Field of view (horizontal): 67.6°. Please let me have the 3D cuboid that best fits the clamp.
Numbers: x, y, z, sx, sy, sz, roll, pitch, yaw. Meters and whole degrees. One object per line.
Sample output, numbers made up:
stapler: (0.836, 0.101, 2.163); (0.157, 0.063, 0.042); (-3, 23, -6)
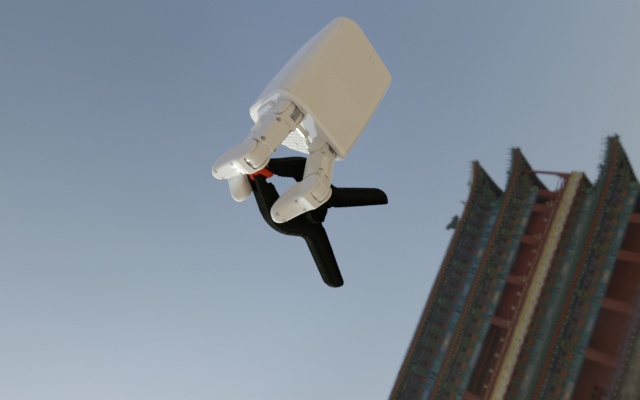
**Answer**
clamp: (0.000, 0.002, 0.494); (0.039, 0.120, 0.171); (10, -29, 50)
